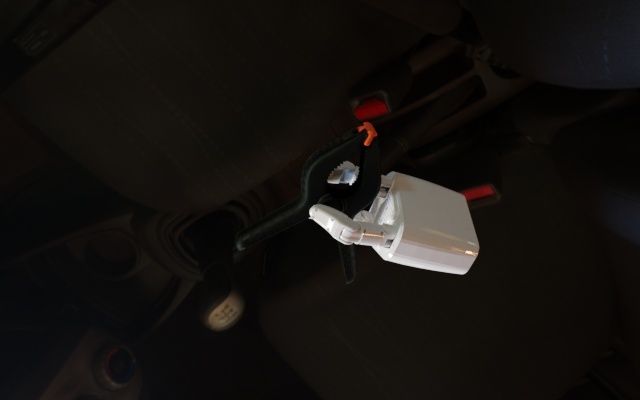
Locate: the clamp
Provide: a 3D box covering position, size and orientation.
[{"bbox_3d":[0.001,0.002,0.559,0.164,0.210,0.036,13,28,-17],"label":"clamp"}]
